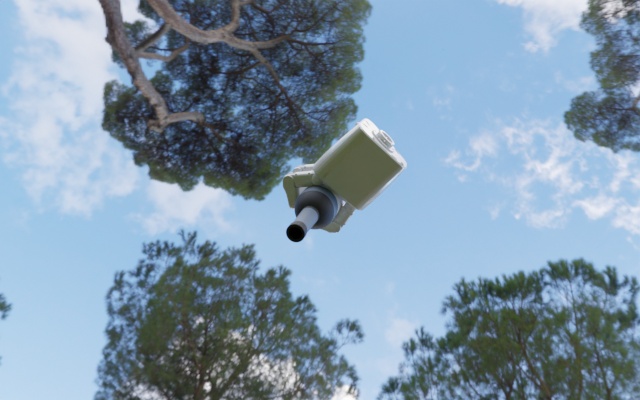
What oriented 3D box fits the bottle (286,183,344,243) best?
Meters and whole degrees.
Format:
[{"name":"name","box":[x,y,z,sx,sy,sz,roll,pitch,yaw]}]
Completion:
[{"name":"bottle","box":[0.000,0.003,0.793,0.069,0.069,0.295,0,17,14]}]
